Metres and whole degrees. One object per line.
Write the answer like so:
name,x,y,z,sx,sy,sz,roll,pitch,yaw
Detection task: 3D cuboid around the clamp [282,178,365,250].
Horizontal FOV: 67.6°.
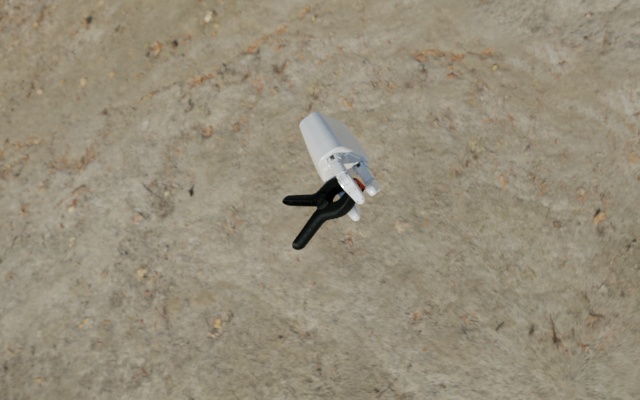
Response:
clamp,0.000,0.003,0.888,0.171,0.120,0.039,-35,-34,11
